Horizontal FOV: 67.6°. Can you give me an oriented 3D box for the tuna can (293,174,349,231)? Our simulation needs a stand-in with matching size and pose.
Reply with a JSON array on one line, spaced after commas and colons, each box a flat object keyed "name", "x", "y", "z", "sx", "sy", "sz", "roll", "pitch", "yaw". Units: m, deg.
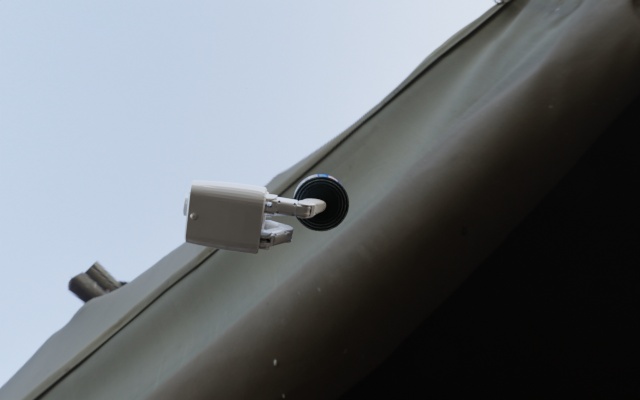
[{"name": "tuna can", "x": 0.000, "y": 0.002, "z": 0.741, "sx": 0.086, "sy": 0.086, "sz": 0.033, "roll": 0, "pitch": 12, "yaw": -3}]
